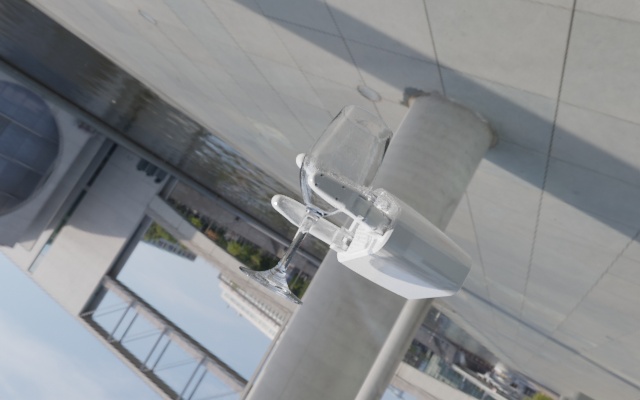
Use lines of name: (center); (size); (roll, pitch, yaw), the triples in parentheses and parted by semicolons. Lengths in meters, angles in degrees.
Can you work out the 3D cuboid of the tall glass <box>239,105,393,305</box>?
tall glass: (0.000, 0.002, 0.494); (0.079, 0.201, 0.079); (30, -8, 4)
